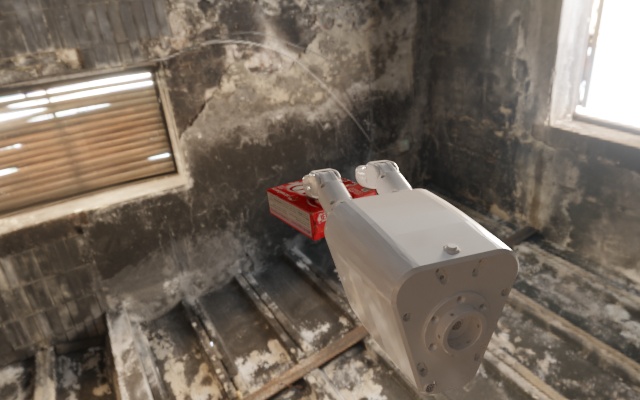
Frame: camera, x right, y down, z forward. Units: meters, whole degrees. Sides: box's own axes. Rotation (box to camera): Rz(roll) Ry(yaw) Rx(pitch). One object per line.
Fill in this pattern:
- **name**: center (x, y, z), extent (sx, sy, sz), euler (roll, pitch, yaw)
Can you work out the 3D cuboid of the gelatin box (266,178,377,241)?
- **gelatin box**: center (0.000, 0.002, 0.467), extent (0.073, 0.030, 0.089), euler (-19, 24, -28)
